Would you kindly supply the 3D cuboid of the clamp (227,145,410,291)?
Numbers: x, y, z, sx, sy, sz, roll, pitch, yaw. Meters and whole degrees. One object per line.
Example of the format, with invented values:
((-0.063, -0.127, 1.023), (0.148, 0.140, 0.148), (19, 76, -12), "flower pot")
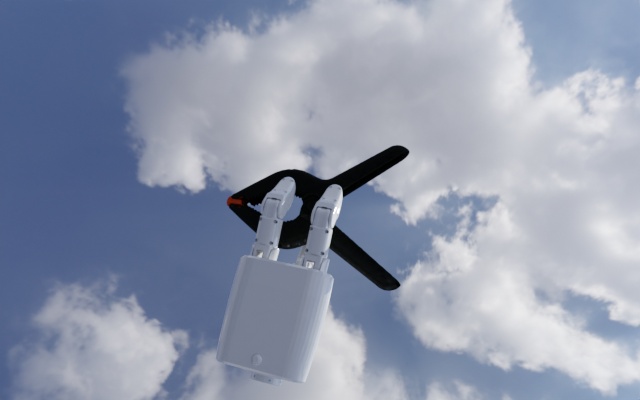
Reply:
((0.000, 0.002, 0.542), (0.210, 0.164, 0.036), (10, -18, 13), "clamp")
